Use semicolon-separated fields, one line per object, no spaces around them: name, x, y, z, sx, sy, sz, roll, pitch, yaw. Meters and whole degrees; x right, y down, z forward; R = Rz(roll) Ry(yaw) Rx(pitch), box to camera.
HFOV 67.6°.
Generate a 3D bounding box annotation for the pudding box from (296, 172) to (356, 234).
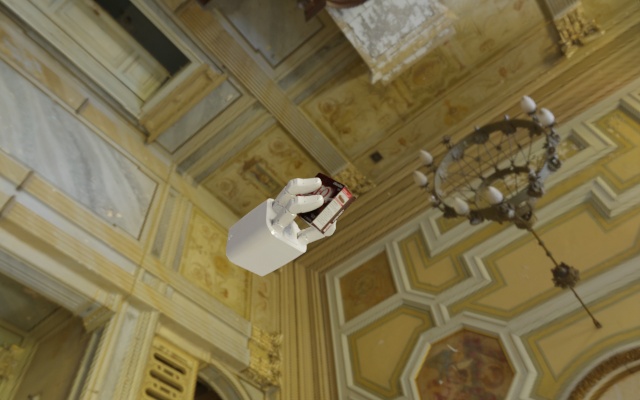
pudding box;0.000;0.003;0.850;0.039;0.090;0.113;45;-6;-31
